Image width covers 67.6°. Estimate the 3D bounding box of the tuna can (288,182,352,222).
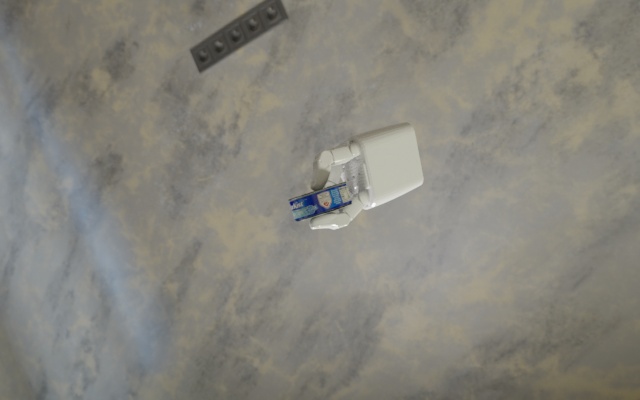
[{"bbox_3d":[0.000,0.003,0.670,0.086,0.034,0.086,-18,0,0],"label":"tuna can"}]
